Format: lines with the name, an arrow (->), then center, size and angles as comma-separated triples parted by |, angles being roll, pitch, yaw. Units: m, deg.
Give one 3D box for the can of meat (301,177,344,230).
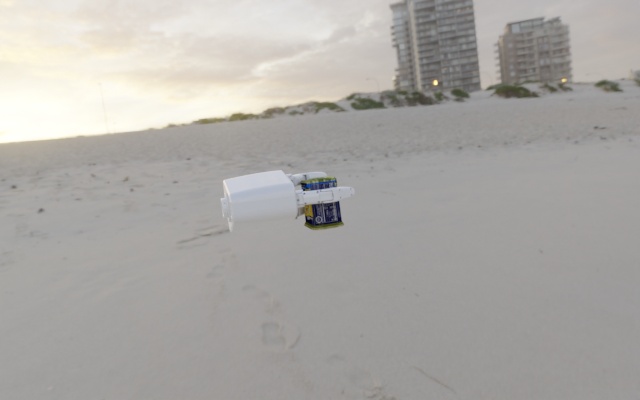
can of meat -> 0.000, 0.002, 0.834 | 0.057, 0.084, 0.102 | -8, 4, -12
